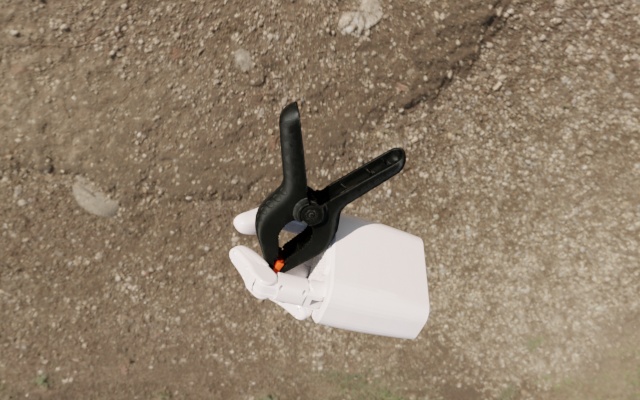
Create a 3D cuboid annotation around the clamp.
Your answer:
[{"bbox_3d":[0.000,0.002,0.440,0.120,0.171,0.039,15,32,-13],"label":"clamp"}]
